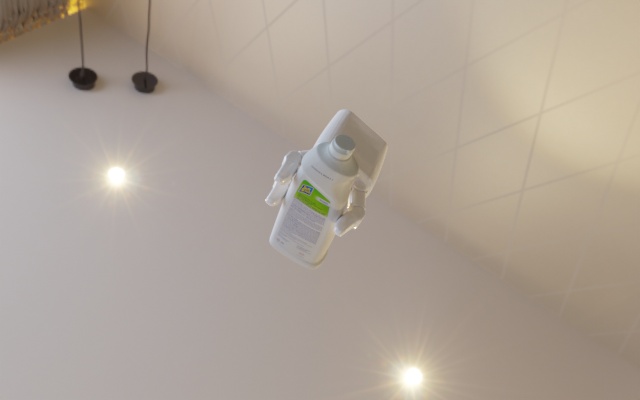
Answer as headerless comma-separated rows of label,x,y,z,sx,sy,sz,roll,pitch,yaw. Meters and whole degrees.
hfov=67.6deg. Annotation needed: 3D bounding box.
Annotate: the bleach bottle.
bleach bottle,0.000,0.002,0.709,0.102,0.068,0.251,29,-42,1
